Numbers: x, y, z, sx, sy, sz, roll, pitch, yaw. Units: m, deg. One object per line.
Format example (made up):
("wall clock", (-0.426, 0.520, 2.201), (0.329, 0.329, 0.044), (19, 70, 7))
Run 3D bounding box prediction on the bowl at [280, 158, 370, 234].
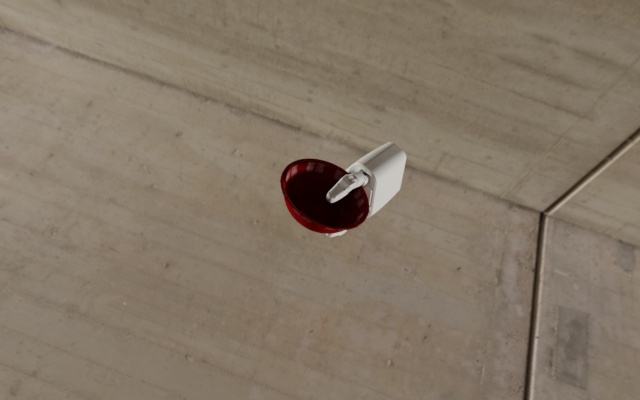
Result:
("bowl", (-0.001, 0.003, 0.820), (0.162, 0.162, 0.055), (0, -41, -30))
